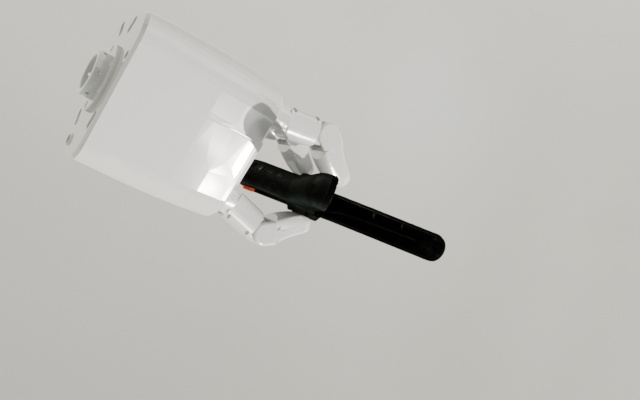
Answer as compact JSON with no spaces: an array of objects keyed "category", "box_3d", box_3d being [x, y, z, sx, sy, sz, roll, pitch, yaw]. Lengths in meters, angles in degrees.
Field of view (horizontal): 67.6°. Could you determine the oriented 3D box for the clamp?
[{"category":"clamp","box_3d":[-0.001,0.002,0.431,0.164,0.036,0.210,27,-6,-37]}]
